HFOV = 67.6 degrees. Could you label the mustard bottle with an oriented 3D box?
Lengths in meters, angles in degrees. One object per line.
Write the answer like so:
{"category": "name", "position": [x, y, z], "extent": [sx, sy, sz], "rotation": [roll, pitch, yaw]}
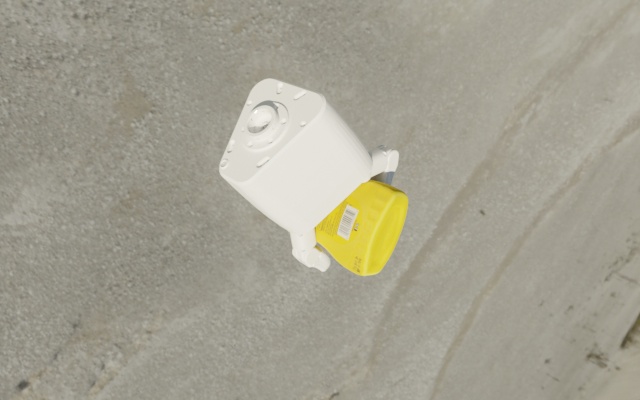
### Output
{"category": "mustard bottle", "position": [0.000, 0.002, 0.541], "extent": [0.191, 0.096, 0.058], "rotation": [27, 14, 36]}
